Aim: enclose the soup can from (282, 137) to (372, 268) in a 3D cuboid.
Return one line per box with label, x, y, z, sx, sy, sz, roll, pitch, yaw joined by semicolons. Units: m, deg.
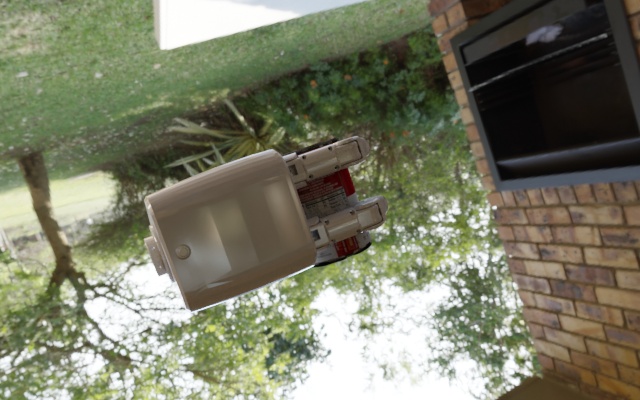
soup can;0.001;0.002;0.433;0.068;0.102;0.068;-19;5;2
